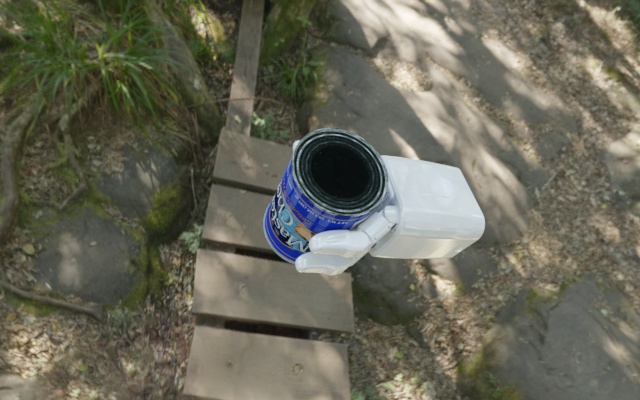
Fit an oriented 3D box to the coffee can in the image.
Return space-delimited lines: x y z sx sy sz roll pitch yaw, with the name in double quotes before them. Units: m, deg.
"coffee can" 0.000 0.002 0.532 0.103 0.102 0.140 0 -27 -19
